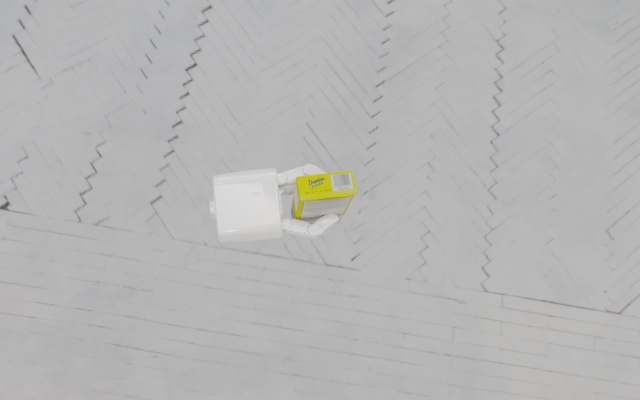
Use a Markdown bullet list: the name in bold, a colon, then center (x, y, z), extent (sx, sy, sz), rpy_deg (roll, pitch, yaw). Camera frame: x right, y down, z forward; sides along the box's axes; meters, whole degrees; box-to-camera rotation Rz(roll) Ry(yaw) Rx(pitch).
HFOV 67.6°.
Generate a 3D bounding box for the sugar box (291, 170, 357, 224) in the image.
- **sugar box**: center (0.000, 0.002, 0.816), extent (0.093, 0.048, 0.176), rpy_deg (-7, -15, -9)
